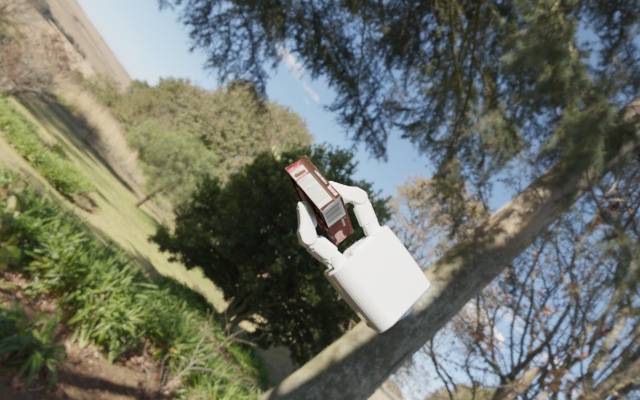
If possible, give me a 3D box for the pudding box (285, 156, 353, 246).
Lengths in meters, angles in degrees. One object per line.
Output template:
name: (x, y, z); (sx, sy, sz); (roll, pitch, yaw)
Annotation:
pudding box: (0.000, 0.002, 0.676); (0.039, 0.090, 0.114); (-36, -30, -10)
